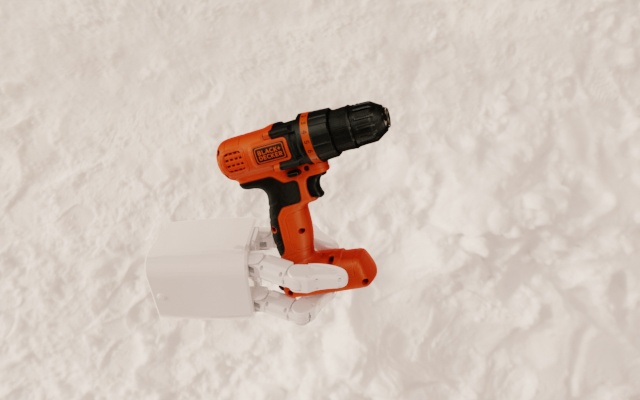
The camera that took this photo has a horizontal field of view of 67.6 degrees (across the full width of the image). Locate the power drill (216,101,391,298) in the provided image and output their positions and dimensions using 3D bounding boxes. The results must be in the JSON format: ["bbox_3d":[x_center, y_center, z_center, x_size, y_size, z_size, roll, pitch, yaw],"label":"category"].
[{"bbox_3d":[0.000,0.002,0.499,0.184,0.188,0.057,-12,14,20],"label":"power drill"}]
